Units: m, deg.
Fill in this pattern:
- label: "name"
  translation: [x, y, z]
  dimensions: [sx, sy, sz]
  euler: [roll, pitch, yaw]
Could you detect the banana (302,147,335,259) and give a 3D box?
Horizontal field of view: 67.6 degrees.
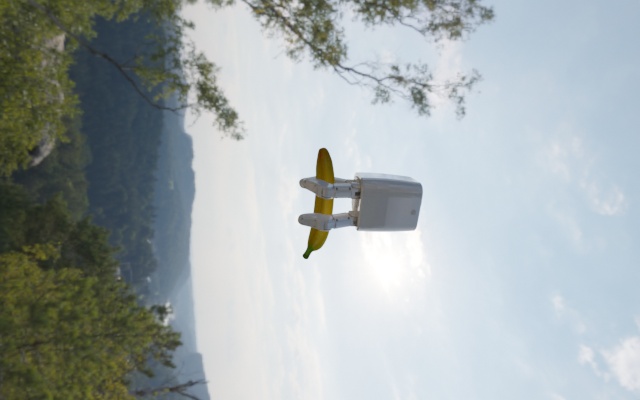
- label: "banana"
  translation: [0.003, 0.005, 0.857]
  dimensions: [0.037, 0.198, 0.069]
  euler: [8, 5, 11]
